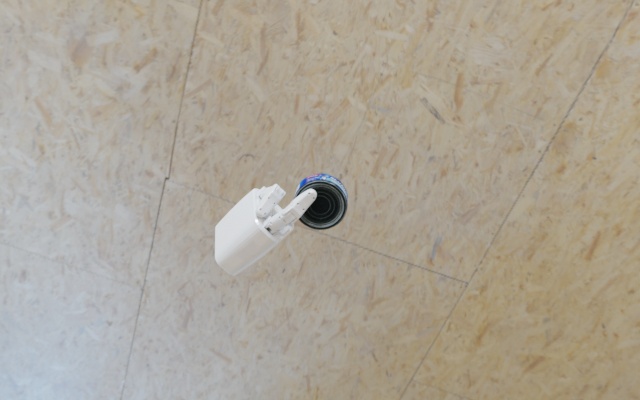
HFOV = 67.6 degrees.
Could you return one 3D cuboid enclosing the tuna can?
[{"bbox_3d":[0.000,0.003,0.748,0.086,0.086,0.033,0,22,2],"label":"tuna can"}]
